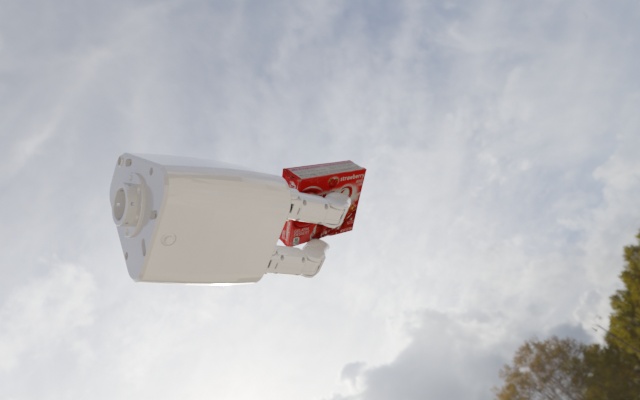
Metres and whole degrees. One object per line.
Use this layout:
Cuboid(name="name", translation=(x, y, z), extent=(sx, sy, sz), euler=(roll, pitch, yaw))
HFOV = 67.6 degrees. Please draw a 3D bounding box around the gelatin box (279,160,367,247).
Cuboid(name="gelatin box", translation=(0.000, 0.001, 0.479), extent=(0.089, 0.073, 0.030), euler=(-11, 33, -39))
